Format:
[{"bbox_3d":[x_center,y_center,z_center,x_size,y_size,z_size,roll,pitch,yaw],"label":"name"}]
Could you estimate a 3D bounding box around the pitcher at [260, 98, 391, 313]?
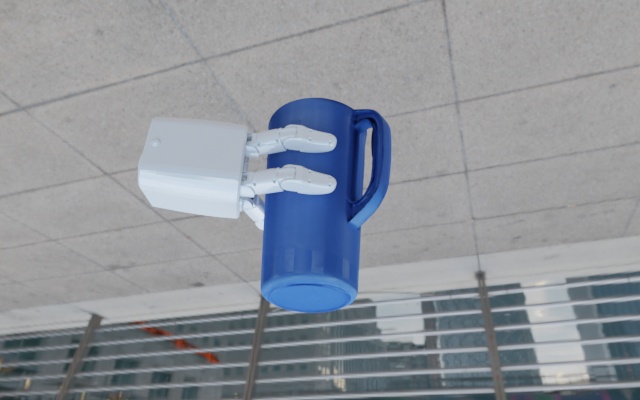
[{"bbox_3d":[0.000,0.002,0.577,0.145,0.242,0.149,7,-31,-8],"label":"pitcher"}]
